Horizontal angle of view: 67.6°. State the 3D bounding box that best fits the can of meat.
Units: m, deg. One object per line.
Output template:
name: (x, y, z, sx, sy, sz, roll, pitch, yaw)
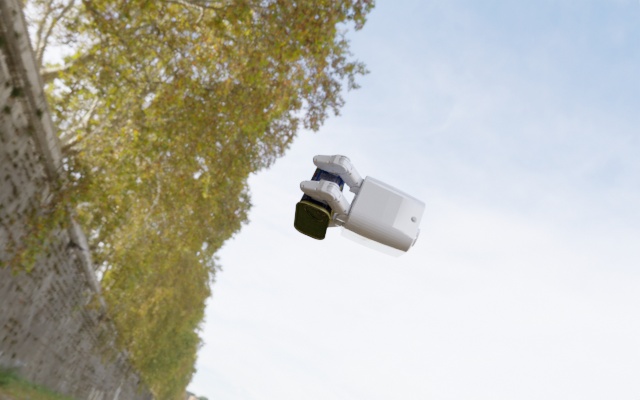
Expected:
can of meat: (0.000, 0.002, 0.773, 0.057, 0.084, 0.102, 22, -30, 7)
